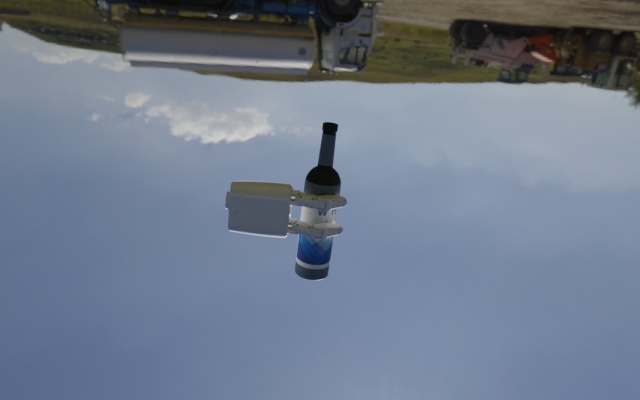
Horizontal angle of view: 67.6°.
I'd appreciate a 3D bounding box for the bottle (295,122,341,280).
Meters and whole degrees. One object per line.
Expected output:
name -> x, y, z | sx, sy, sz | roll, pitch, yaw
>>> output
bottle -> 0.000, 0.003, 0.884 | 0.069, 0.296, 0.069 | 6, 20, -2
